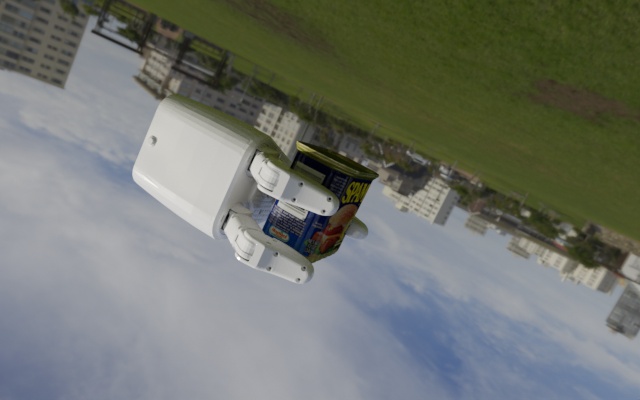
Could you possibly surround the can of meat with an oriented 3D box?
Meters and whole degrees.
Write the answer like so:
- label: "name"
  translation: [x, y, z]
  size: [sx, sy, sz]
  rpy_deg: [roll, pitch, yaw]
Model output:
- label: "can of meat"
  translation: [0.000, 0.002, 0.411]
  size: [0.057, 0.084, 0.102]
  rpy_deg: [28, 9, 17]
